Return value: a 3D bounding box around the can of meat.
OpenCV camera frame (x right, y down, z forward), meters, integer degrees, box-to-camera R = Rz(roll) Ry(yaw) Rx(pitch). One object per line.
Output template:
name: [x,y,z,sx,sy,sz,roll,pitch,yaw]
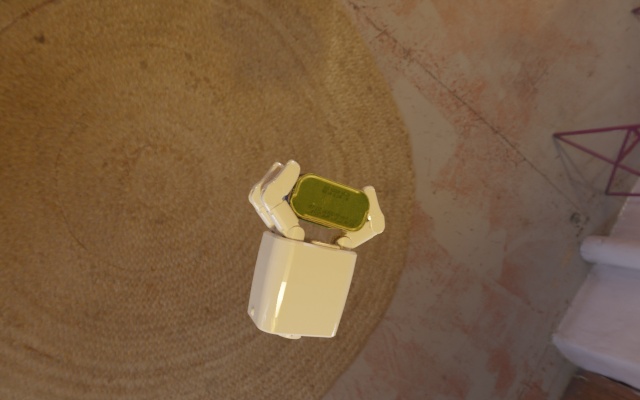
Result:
can of meat: [0.000,0.002,0.586,0.102,0.057,0.084,18,-3,-19]
